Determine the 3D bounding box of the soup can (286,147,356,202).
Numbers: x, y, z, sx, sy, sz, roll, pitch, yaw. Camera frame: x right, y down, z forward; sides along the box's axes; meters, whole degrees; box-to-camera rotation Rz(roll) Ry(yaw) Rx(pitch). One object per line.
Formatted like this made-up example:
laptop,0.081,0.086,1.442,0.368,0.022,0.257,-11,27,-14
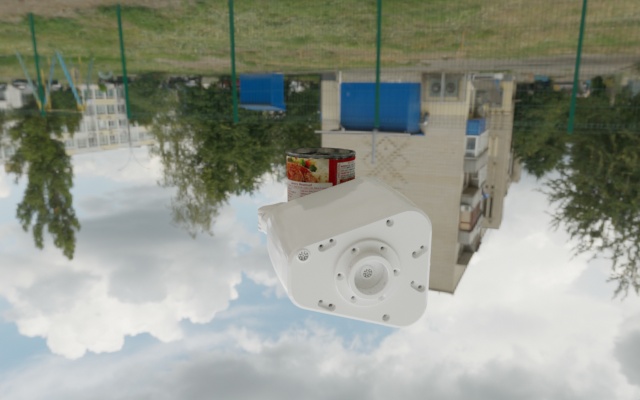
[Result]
soup can,0.000,0.002,0.473,0.068,0.102,0.068,0,12,0
